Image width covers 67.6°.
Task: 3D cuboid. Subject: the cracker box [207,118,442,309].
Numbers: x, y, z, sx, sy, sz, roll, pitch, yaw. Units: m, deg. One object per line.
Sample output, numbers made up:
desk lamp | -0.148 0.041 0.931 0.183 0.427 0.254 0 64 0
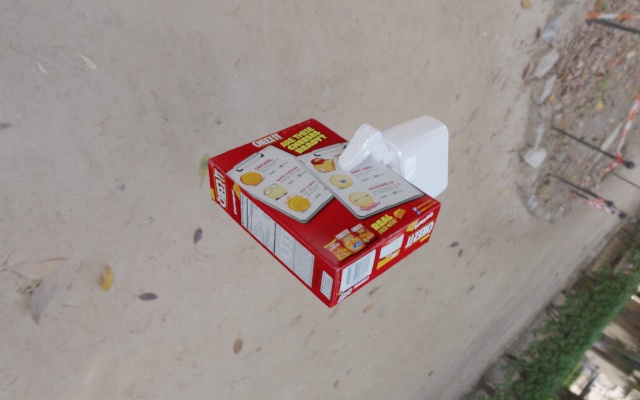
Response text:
cracker box | 0.000 0.002 0.547 0.164 0.072 0.213 -28 51 -35
